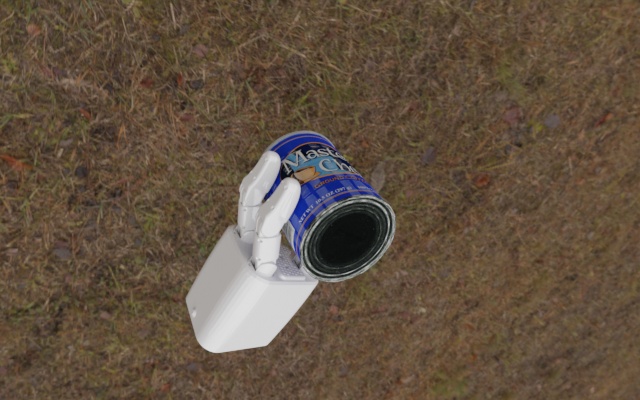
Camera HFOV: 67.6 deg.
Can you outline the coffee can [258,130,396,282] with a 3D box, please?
[{"bbox_3d":[0.000,0.001,0.507,0.103,0.103,0.140,0,32,-28],"label":"coffee can"}]
